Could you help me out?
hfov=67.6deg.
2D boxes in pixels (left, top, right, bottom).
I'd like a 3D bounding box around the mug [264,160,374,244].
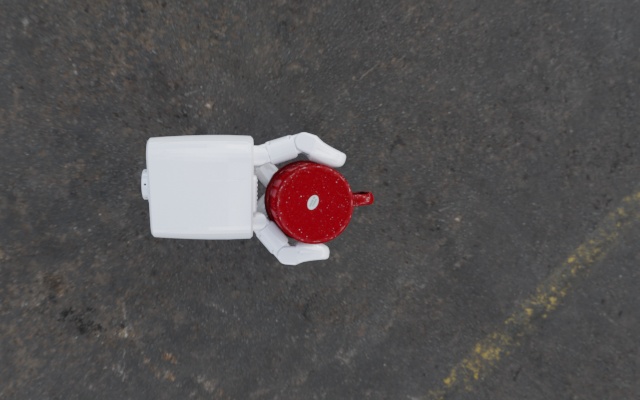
[{"bbox_3d":[0.002,0.002,0.515,0.117,0.093,0.081,-1,3,-10],"label":"mug"}]
